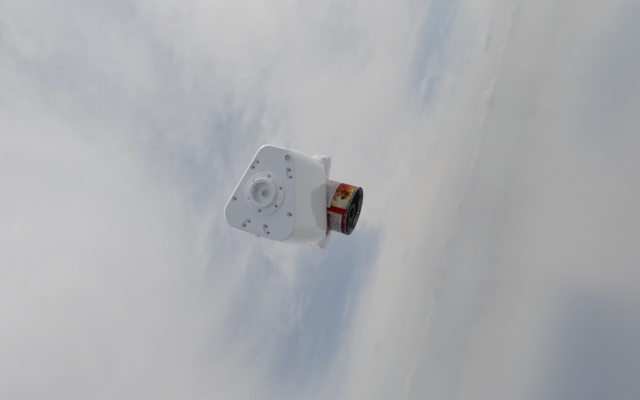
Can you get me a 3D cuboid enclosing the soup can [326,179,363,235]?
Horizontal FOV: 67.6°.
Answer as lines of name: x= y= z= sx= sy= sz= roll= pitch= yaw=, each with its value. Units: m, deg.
soup can: x=0.000 y=0.002 z=0.661 sx=0.102 sy=0.068 sz=0.068 roll=15 pitch=5 yaw=18
